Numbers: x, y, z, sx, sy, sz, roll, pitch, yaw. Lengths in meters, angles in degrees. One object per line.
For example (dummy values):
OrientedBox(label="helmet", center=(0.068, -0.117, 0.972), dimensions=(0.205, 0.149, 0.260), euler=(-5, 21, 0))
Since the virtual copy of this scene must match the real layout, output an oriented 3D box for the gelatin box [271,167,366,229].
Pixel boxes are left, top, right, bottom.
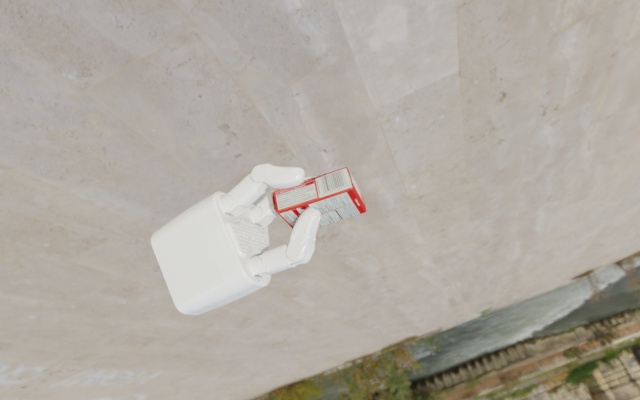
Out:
OrientedBox(label="gelatin box", center=(0.000, 0.002, 0.534), dimensions=(0.089, 0.030, 0.073), euler=(-18, -26, 10))
